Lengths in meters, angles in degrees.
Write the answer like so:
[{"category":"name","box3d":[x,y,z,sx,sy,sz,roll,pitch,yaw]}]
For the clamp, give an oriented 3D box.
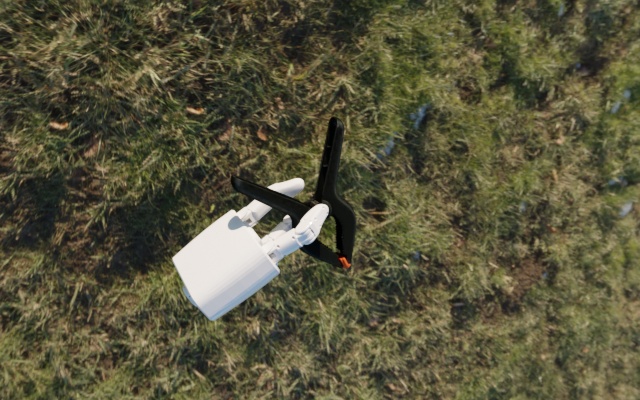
[{"category":"clamp","box3d":[0.000,0.003,0.648,0.164,0.210,0.036,-37,28,-7]}]
